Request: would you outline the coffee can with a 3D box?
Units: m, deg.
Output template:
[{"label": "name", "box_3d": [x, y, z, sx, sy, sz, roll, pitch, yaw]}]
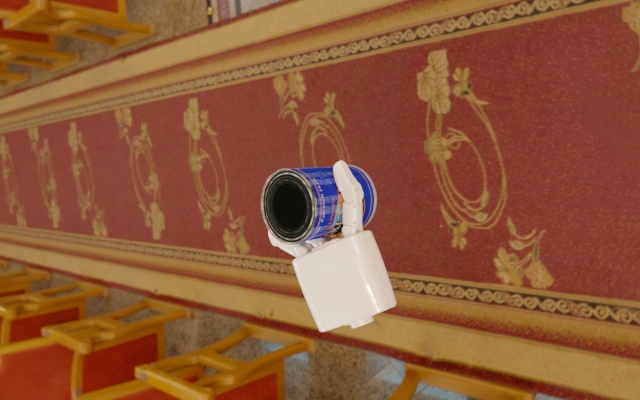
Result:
[{"label": "coffee can", "box_3d": [0.000, 0.002, 0.687, 0.103, 0.103, 0.140, 0, 5, 40]}]
